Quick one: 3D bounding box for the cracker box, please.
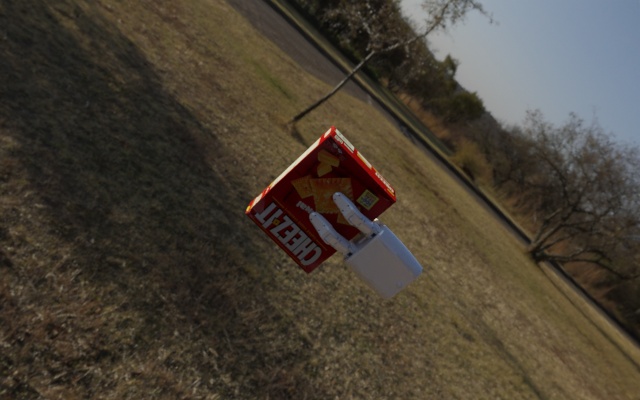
[{"bbox_3d":[0.000,0.003,0.843,0.214,0.164,0.072,-41,10,17],"label":"cracker box"}]
